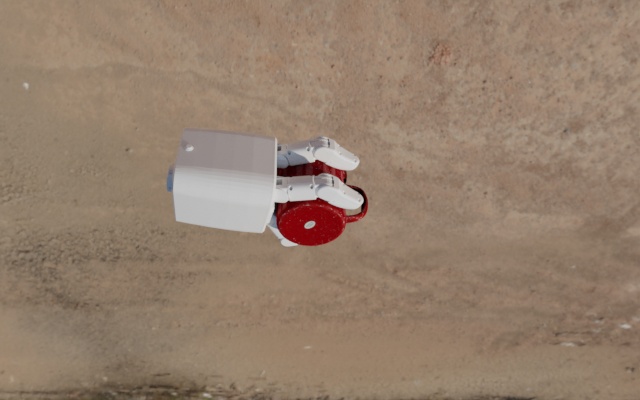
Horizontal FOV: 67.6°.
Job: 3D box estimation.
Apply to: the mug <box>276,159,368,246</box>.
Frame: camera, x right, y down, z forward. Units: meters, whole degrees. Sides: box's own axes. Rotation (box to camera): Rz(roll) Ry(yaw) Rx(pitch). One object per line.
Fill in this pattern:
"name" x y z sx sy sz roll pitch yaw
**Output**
"mug" 0.002 0.002 0.577 0.117 0.081 0.093 6 -42 -10
